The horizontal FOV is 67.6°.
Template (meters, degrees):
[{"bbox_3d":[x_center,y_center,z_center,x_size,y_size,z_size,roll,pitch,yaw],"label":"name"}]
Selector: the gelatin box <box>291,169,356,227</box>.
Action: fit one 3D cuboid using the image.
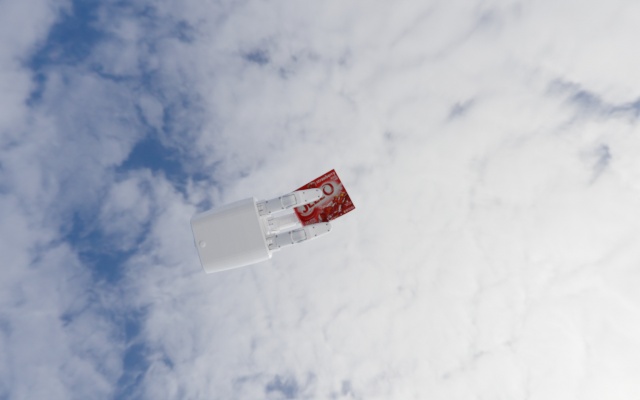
[{"bbox_3d":[0.000,0.002,0.762,0.089,0.073,0.030,-29,-2,-6],"label":"gelatin box"}]
